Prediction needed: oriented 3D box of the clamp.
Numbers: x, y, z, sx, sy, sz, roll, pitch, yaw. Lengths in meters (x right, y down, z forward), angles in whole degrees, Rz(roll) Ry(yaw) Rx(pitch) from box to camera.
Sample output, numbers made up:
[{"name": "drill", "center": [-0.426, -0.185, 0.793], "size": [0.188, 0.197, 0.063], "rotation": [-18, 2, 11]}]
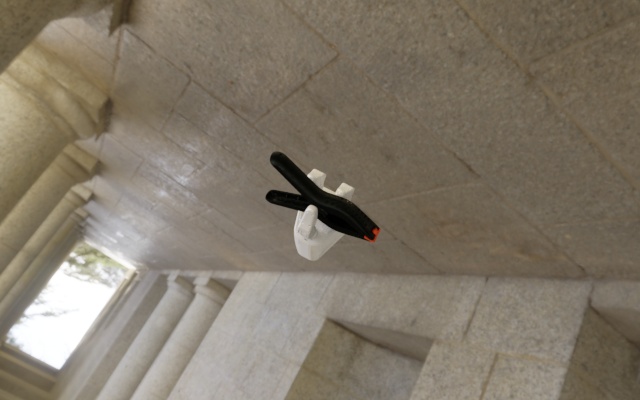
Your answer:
[{"name": "clamp", "center": [0.000, 0.004, 0.766], "size": [0.210, 0.036, 0.165], "rotation": [26, -23, 9]}]
